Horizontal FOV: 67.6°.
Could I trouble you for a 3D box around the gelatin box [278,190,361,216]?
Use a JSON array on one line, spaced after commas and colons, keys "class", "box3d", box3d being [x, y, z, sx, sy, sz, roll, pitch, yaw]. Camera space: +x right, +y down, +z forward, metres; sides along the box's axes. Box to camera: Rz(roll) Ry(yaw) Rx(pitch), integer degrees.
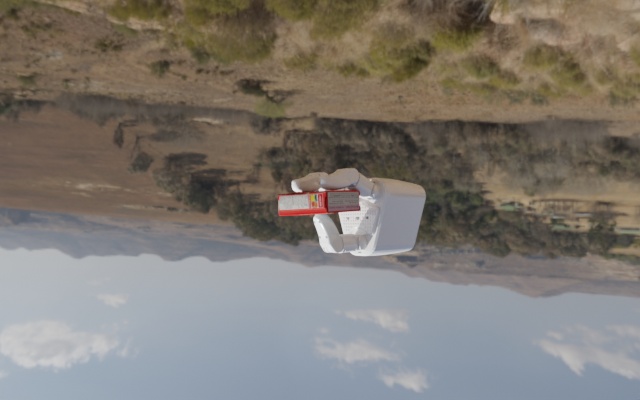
[{"class": "gelatin box", "box3d": [0.000, 0.002, 0.616, 0.073, 0.030, 0.089, -3, 0, 32]}]
